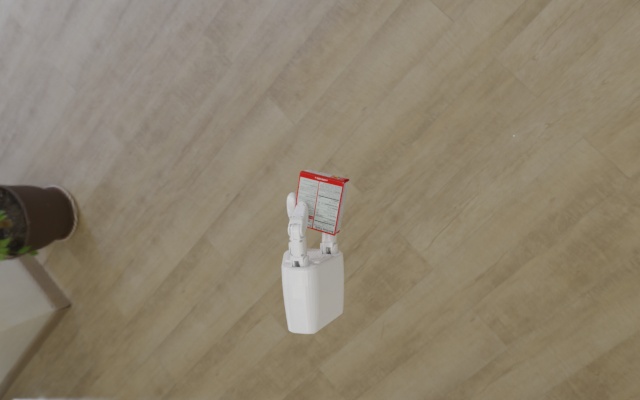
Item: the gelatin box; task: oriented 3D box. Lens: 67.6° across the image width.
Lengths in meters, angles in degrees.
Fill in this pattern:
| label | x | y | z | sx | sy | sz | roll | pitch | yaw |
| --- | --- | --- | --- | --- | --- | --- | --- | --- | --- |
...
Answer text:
| label | x | y | z | sx | sy | sz | roll | pitch | yaw |
| --- | --- | --- | --- | --- | --- | --- | --- | --- | --- |
| gelatin box | 0.000 | 0.002 | 0.739 | 0.073 | 0.089 | 0.030 | 15 | 18 | 18 |
